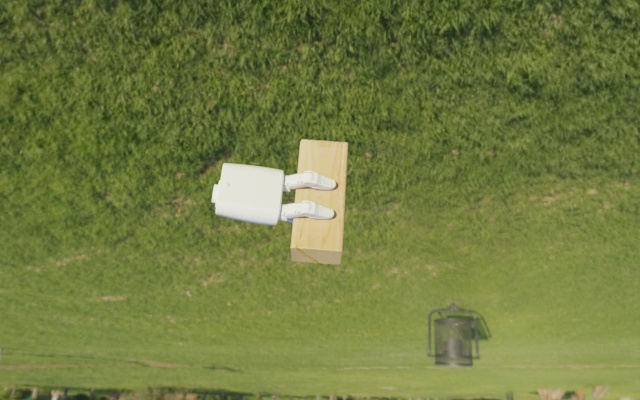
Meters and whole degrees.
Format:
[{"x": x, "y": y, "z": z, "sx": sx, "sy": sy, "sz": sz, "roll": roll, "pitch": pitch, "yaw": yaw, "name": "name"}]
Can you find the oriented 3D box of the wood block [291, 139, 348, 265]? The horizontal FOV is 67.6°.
[{"x": 0.000, "y": 0.003, "z": 0.869, "sx": 0.090, "sy": 0.206, "sz": 0.091, "roll": 4, "pitch": -22, "yaw": 1, "name": "wood block"}]
